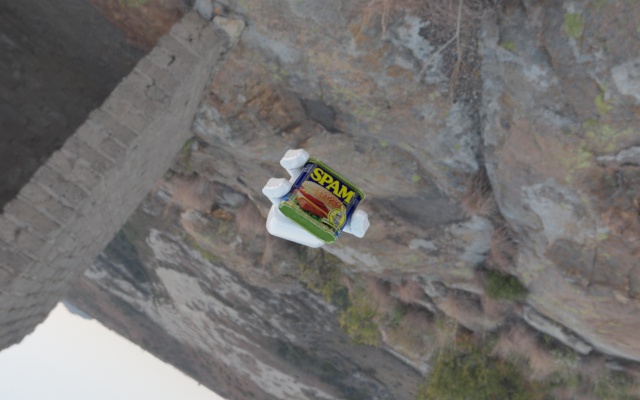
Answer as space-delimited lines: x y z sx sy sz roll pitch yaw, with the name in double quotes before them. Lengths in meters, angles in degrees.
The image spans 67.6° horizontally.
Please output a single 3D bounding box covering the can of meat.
"can of meat" 0.000 0.003 0.695 0.102 0.084 0.057 35 -21 -4
